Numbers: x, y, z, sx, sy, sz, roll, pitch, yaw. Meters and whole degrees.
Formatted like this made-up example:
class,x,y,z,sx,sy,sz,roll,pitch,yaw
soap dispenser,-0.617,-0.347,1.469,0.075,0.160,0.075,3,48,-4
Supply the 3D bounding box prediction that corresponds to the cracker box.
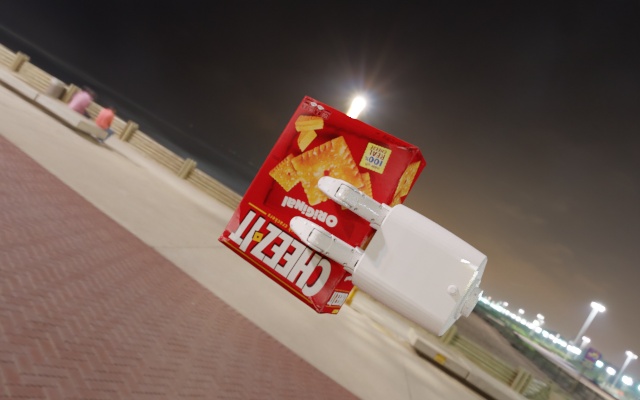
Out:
class,x,y,z,sx,sy,sz,roll,pitch,yaw
cracker box,0.000,0.002,0.575,0.164,0.213,0.072,31,-1,24
